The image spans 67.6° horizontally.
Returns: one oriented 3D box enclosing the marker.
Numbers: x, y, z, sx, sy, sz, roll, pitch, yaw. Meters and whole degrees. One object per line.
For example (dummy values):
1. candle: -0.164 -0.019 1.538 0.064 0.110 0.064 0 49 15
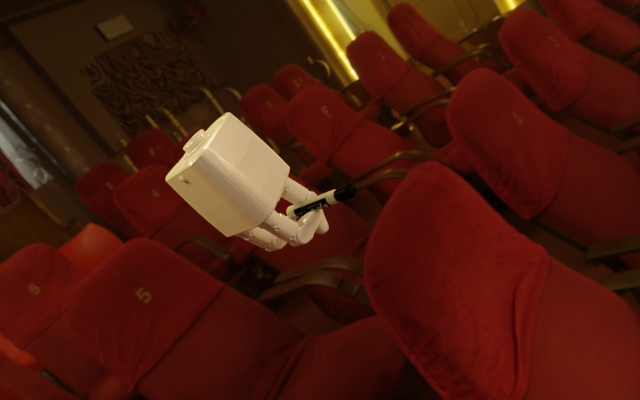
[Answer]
1. marker: 0.000 0.002 0.605 0.020 0.020 0.121 0 -14 -42
